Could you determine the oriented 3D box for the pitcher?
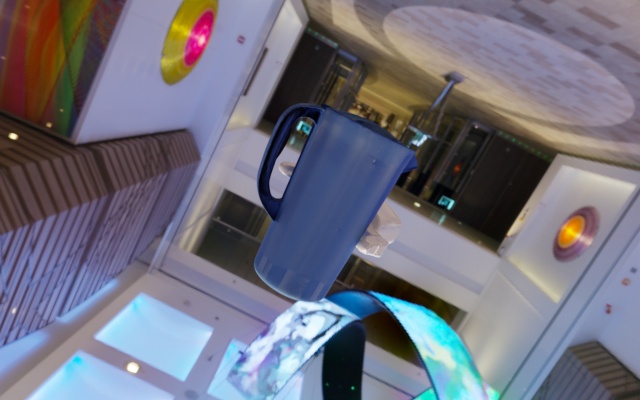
[{"bbox_3d":[0.000,0.002,0.621,0.149,0.243,0.145,33,13,26],"label":"pitcher"}]
